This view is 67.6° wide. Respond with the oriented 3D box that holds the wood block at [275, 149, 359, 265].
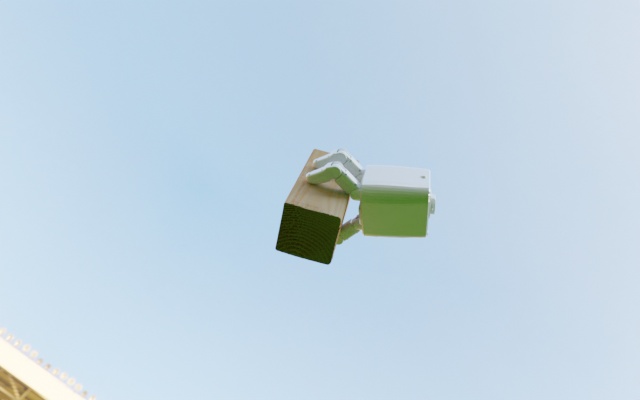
[{"bbox_3d":[0.000,0.003,0.794,0.090,0.091,0.206,15,30,5],"label":"wood block"}]
